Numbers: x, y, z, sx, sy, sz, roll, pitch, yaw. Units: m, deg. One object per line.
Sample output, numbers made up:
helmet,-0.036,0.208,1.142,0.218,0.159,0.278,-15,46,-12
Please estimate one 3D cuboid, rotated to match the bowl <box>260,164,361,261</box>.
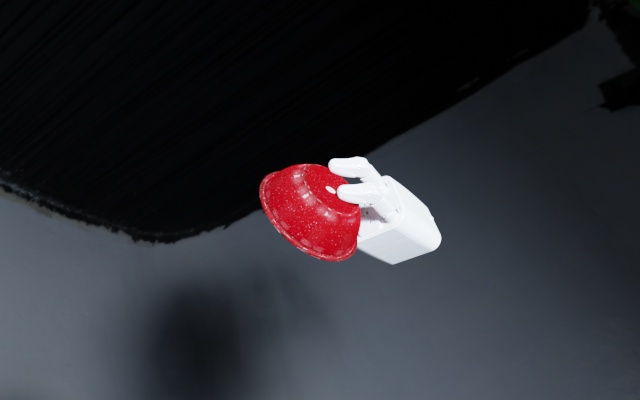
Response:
bowl,-0.001,0.002,0.648,0.162,0.162,0.055,0,-41,-47
